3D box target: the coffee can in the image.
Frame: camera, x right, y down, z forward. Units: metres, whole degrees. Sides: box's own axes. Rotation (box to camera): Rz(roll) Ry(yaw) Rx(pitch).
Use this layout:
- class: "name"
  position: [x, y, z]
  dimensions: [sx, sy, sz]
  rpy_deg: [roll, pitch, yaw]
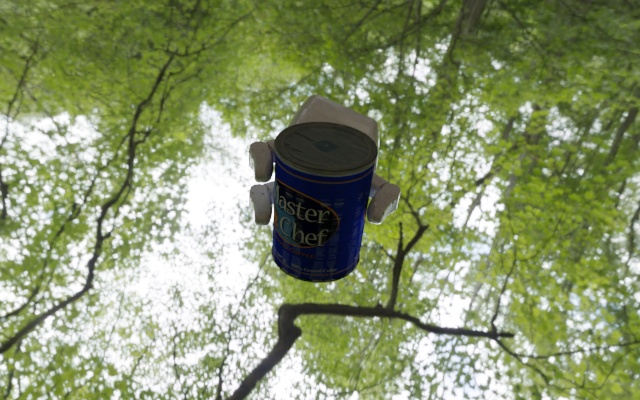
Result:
- class: "coffee can"
  position: [0.000, 0.002, 0.509]
  dimensions: [0.103, 0.140, 0.102]
  rpy_deg: [4, 34, -3]
